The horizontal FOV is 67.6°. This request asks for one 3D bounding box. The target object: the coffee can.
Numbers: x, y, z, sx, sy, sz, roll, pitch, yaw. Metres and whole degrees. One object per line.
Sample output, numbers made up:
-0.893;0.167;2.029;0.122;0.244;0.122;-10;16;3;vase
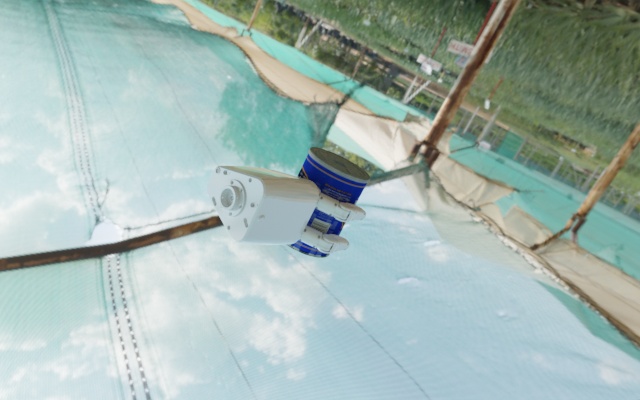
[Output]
0.000;0.002;0.742;0.103;0.140;0.102;25;16;-8;coffee can
